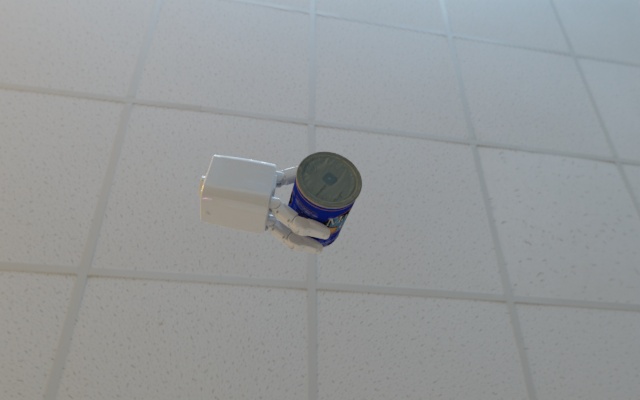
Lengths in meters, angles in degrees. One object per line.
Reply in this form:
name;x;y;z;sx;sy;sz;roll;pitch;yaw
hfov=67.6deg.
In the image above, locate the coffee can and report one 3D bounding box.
coffee can;0.000;0.002;0.783;0.103;0.102;0.140;0;-32;-14
